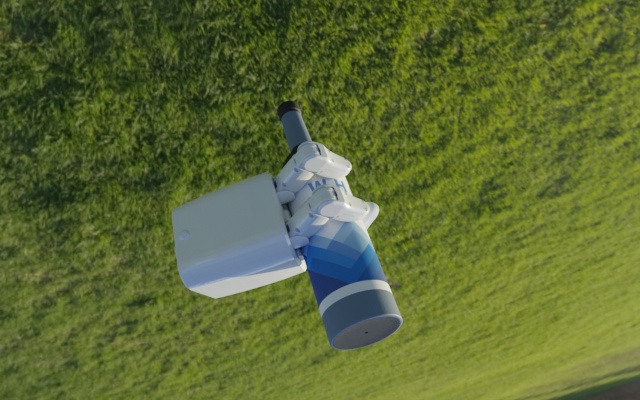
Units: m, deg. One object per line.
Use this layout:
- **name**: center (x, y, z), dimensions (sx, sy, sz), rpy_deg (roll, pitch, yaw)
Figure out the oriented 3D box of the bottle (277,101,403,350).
- **bottle**: center (0.000, 0.002, 0.496), dimensions (0.069, 0.295, 0.069), rpy_deg (-13, -36, -9)
